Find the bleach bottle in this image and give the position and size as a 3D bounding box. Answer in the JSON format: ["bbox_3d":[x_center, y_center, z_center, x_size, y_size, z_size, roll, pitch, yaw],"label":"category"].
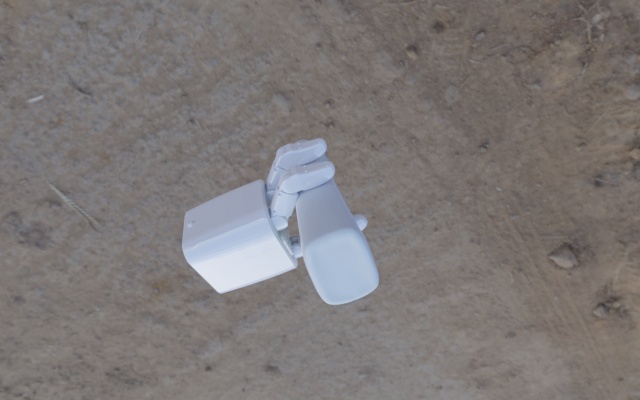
[{"bbox_3d":[0.000,0.002,0.584,0.068,0.103,0.250,-21,35,2],"label":"bleach bottle"}]
